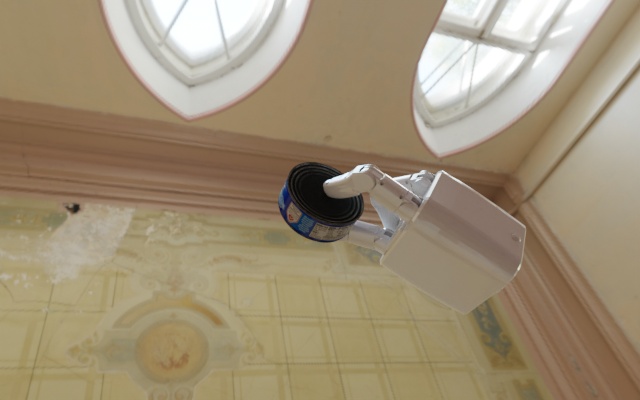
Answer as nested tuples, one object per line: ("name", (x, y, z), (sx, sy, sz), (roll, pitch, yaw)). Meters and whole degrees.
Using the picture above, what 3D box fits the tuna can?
("tuna can", (0.000, 0.002, 0.499), (0.086, 0.086, 0.034), (0, -41, -31))
